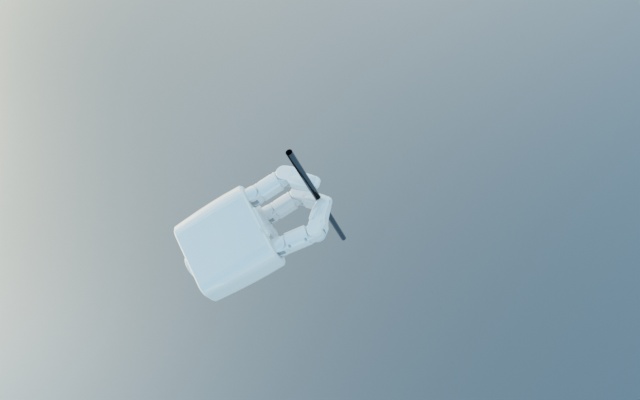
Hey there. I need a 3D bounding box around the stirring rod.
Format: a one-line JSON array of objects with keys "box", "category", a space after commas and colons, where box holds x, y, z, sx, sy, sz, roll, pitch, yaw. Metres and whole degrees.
[{"box": [0.000, 0.002, 0.627, 0.011, 0.011, 0.240, 0, -27, 19], "category": "stirring rod"}]
